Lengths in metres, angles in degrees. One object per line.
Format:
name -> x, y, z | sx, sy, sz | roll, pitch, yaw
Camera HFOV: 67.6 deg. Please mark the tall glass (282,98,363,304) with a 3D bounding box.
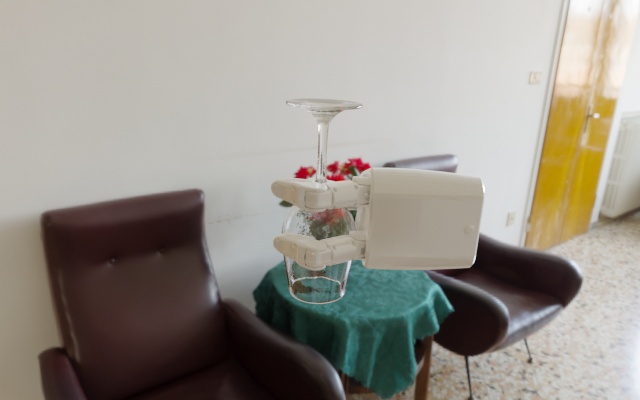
tall glass -> 0.000, 0.001, 0.486 | 0.079, 0.201, 0.079 | 2, 17, -1
